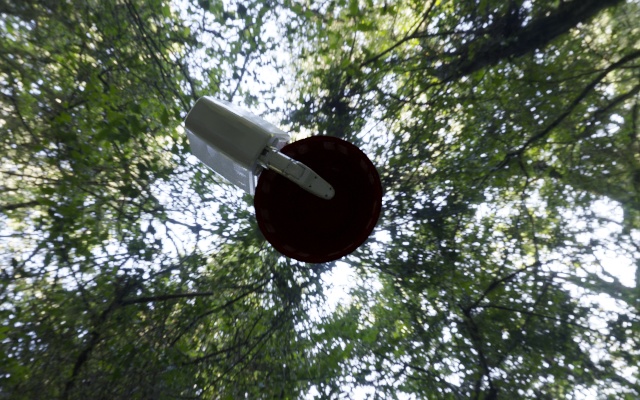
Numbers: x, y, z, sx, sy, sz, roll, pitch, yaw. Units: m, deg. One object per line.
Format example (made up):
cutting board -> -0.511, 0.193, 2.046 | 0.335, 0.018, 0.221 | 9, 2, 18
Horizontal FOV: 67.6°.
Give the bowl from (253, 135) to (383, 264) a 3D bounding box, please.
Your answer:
bowl -> 0.001, 0.003, 0.608 | 0.162, 0.162, 0.055 | 0, -13, 12
